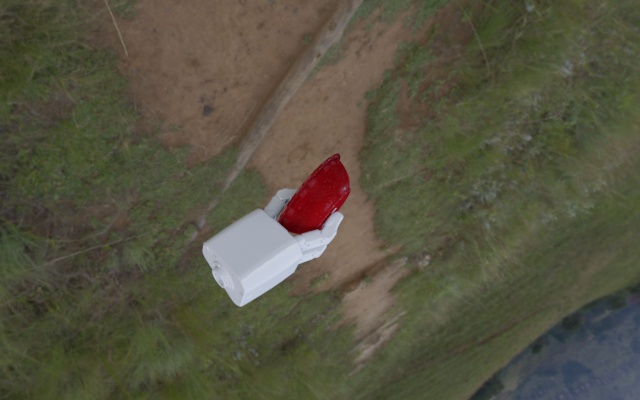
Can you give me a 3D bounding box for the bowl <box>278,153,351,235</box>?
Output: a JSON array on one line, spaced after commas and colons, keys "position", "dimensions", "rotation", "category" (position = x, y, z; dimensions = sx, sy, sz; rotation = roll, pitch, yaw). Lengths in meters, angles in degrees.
[{"position": [0.001, 0.002, 0.782], "dimensions": [0.055, 0.162, 0.162], "rotation": [39, 6, 8], "category": "bowl"}]
